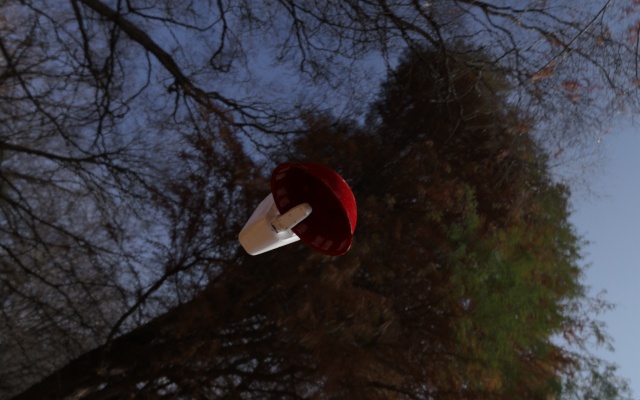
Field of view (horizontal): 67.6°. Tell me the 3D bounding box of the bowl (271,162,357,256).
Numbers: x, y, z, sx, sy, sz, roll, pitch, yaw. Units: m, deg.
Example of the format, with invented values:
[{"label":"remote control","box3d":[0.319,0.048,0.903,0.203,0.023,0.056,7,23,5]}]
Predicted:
[{"label":"bowl","box3d":[0.001,0.002,0.714,0.055,0.162,0.162,-38,22,-32]}]
